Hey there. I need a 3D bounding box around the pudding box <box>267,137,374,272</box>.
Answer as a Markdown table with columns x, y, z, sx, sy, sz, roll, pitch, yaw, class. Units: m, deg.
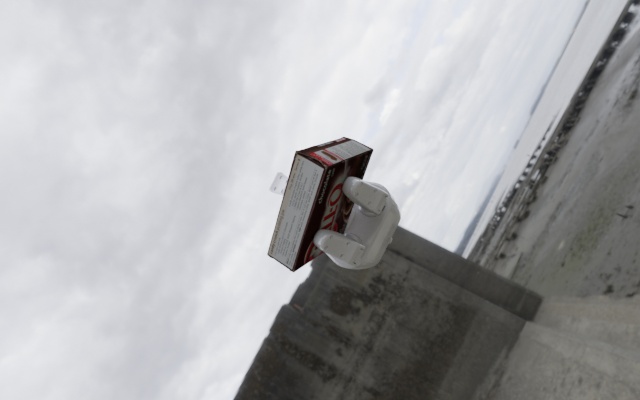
| x | y | z | sx | sy | sz | roll | pitch | yaw | class |
| --- | --- | --- | --- | --- | --- | --- | --- | --- | --- |
| 0.000 | 0.001 | 0.454 | 0.039 | 0.113 | 0.090 | 27 | 28 | 22 | pudding box |
